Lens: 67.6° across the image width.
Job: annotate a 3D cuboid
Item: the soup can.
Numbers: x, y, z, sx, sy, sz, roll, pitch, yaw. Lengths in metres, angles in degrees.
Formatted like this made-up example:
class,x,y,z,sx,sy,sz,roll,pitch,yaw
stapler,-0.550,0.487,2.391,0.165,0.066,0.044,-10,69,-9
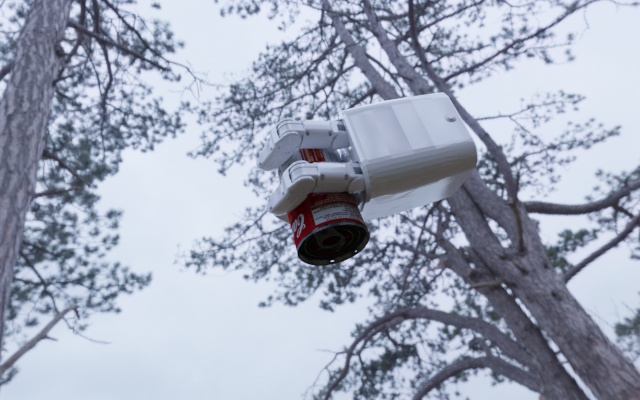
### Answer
class,x,y,z,sx,sy,sz,roll,pitch,yaw
soup can,0.000,0.001,0.458,0.068,0.102,0.069,-11,-35,-8
